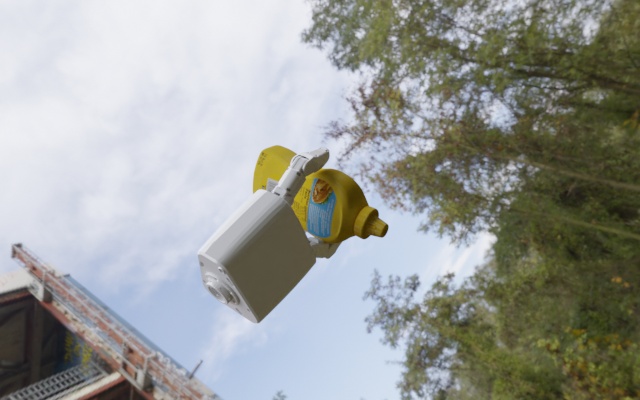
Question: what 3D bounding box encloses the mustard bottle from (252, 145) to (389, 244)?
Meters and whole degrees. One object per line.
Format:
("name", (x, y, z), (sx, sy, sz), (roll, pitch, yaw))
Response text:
("mustard bottle", (0.000, 0.002, 0.613), (0.191, 0.096, 0.058), (25, 31, 28))
